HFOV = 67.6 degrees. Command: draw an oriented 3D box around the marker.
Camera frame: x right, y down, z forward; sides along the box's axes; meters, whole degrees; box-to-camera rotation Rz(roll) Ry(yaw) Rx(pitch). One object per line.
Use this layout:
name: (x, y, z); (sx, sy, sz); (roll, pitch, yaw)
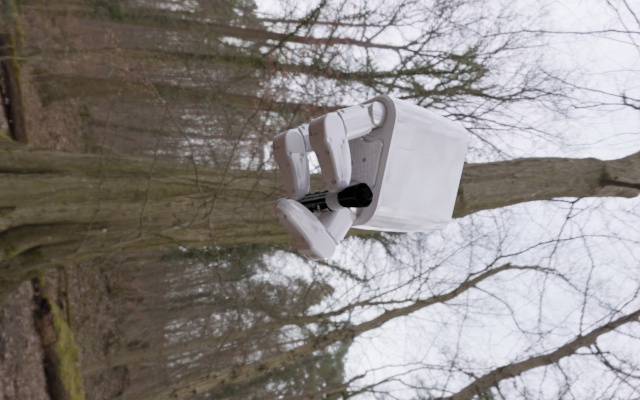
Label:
marker: (0.000, 0.001, 0.402); (0.020, 0.020, 0.121); (0, -6, -37)
